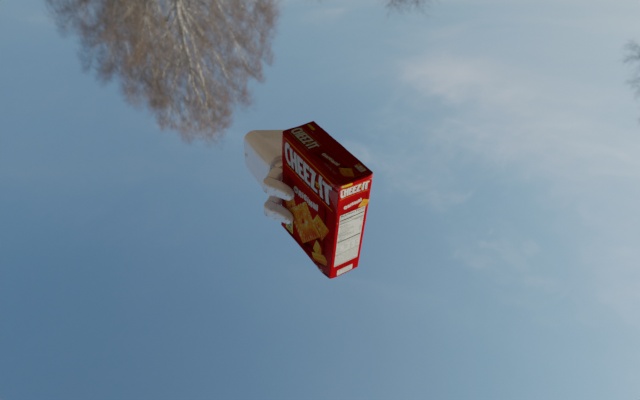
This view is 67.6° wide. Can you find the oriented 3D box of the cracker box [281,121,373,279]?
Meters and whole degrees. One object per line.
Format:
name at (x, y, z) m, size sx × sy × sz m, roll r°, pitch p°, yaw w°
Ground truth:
cracker box at (0.000, 0.003, 0.802) m, size 0.072 × 0.214 × 0.164 m, roll -23°, pitch 48°, yaw -27°
